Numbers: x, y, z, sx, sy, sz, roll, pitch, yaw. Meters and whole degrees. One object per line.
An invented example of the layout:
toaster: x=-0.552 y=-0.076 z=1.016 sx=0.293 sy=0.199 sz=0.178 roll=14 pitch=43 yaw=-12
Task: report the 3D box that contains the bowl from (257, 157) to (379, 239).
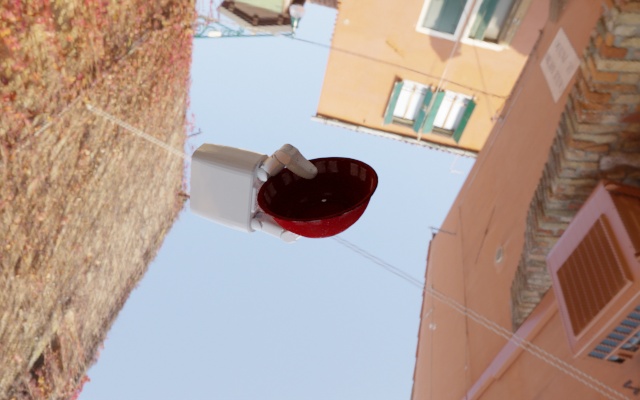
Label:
bowl: x=0.001 y=0.003 z=0.639 sx=0.162 sy=0.055 sz=0.162 roll=-9 pitch=31 yaw=5
